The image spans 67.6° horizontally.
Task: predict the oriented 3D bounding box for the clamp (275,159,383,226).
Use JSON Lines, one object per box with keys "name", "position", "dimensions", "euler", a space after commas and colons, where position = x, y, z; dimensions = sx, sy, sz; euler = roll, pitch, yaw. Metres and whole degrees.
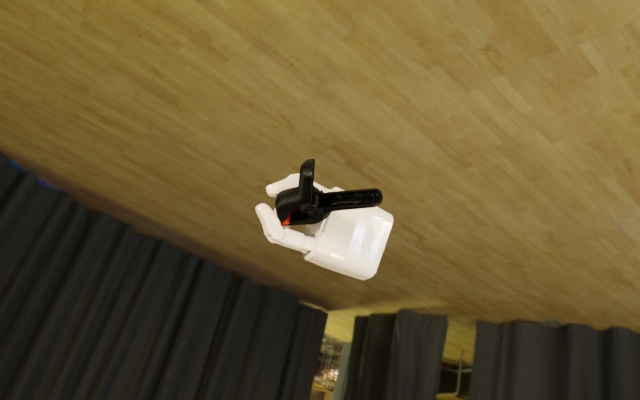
{"name": "clamp", "position": [0.000, 0.003, 0.651], "dimensions": [0.120, 0.039, 0.171], "euler": [24, -27, -17]}
